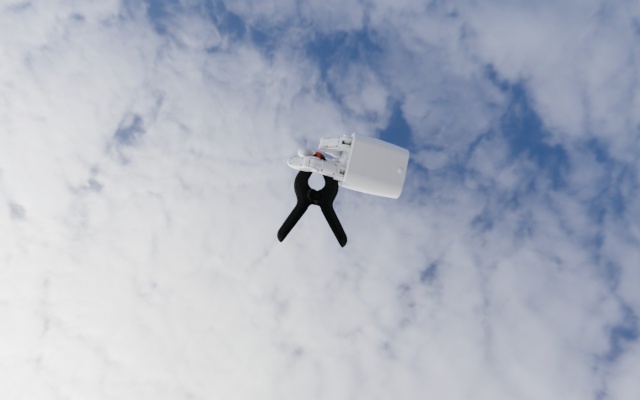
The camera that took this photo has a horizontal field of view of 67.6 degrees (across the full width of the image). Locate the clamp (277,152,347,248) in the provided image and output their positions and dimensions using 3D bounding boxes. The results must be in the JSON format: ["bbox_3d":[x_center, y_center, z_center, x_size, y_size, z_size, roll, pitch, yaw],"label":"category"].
[{"bbox_3d":[0.000,0.003,0.838,0.120,0.171,0.039,15,-11,-7],"label":"clamp"}]
